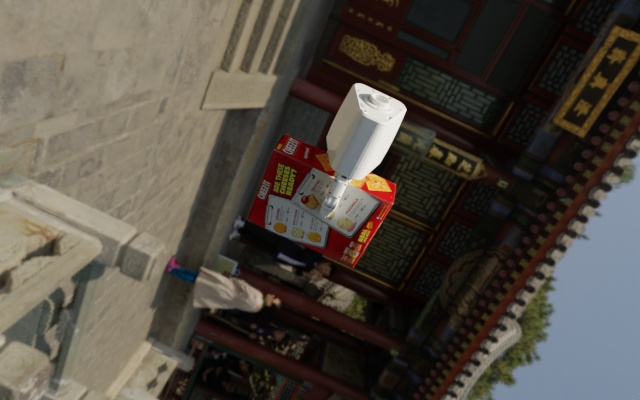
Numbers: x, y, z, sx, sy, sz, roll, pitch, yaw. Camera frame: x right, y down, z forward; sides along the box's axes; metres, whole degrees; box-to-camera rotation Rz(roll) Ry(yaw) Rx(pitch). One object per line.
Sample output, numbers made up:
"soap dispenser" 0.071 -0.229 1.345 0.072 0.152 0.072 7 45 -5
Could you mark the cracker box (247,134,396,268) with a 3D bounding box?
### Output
"cracker box" 0.000 0.003 0.838 0.214 0.164 0.072 25 35 -2
